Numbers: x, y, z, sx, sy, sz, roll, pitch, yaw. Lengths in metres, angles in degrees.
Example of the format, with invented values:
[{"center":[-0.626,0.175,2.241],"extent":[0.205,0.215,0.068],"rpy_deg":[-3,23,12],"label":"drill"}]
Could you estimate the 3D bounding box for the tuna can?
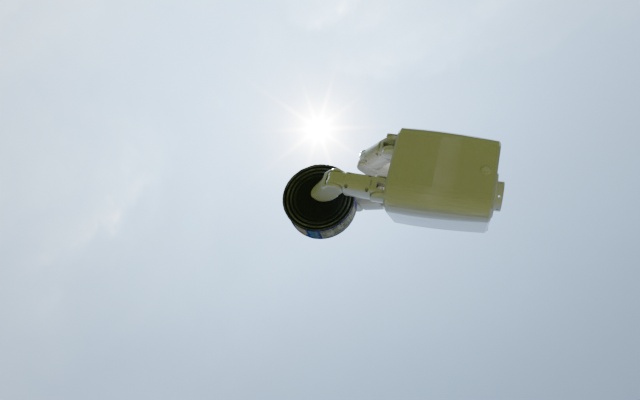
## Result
[{"center":[0.000,0.002,0.568],"extent":[0.086,0.086,0.034],"rpy_deg":[0,-25,11],"label":"tuna can"}]
